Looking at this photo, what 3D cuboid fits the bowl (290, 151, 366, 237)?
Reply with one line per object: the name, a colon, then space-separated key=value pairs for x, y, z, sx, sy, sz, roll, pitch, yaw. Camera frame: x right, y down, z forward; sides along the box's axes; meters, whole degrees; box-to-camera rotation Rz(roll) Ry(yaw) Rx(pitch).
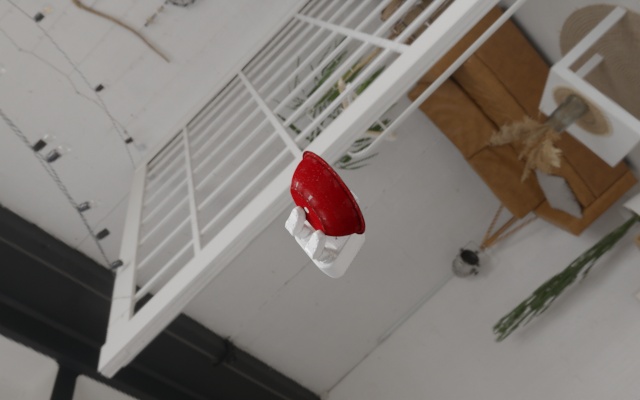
bowl: x=-0.001 y=0.002 z=0.758 sx=0.055 sy=0.162 sz=0.162 roll=-35 pitch=10 yaw=-14
